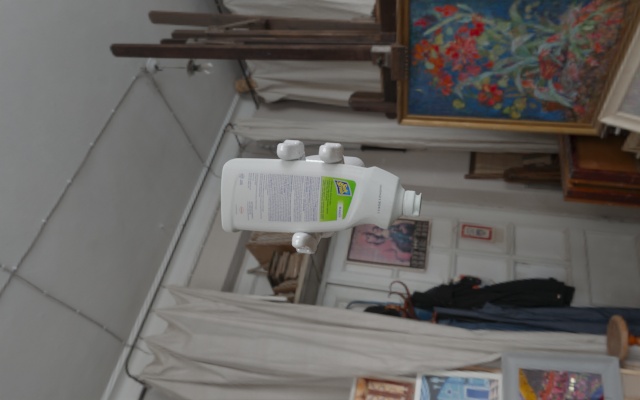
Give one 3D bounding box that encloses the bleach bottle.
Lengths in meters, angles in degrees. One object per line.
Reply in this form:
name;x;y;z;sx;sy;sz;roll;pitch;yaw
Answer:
bleach bottle;0.000;0.002;0.611;0.251;0.102;0.068;5;13;14
